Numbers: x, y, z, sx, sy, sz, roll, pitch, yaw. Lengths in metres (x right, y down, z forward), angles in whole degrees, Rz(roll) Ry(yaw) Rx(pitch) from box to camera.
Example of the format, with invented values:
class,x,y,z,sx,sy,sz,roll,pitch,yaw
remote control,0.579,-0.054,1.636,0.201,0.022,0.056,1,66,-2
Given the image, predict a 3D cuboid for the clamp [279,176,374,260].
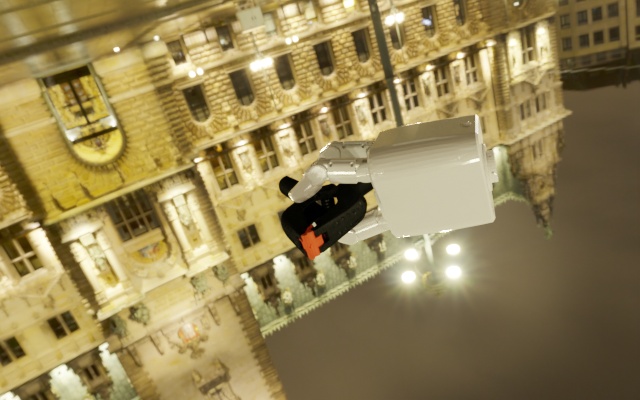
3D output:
class,x,y,z,sx,sy,sz,roll,pitch,yaw
clamp,0.000,0.003,0.543,0.164,0.036,0.210,-10,22,23
